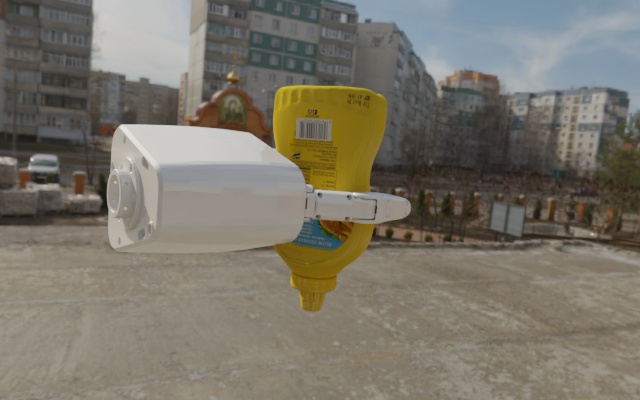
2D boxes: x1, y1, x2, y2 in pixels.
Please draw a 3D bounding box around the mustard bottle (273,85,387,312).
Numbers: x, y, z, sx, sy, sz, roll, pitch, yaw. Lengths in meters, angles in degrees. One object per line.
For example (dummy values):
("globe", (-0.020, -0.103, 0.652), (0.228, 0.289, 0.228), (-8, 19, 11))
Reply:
("mustard bottle", (0.000, 0.001, 0.413), (0.096, 0.191, 0.058), (8, 6, 26))
